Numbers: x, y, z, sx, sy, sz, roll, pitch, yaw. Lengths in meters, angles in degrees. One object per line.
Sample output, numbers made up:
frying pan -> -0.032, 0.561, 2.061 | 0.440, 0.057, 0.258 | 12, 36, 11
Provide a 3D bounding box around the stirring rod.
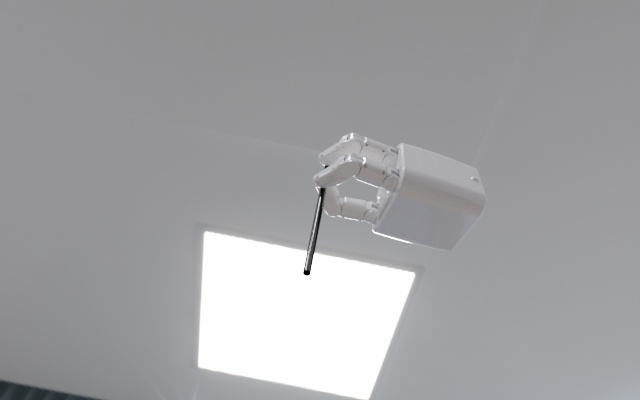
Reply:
stirring rod -> 0.000, 0.002, 0.544 | 0.011, 0.011, 0.239 | 0, 33, 7
